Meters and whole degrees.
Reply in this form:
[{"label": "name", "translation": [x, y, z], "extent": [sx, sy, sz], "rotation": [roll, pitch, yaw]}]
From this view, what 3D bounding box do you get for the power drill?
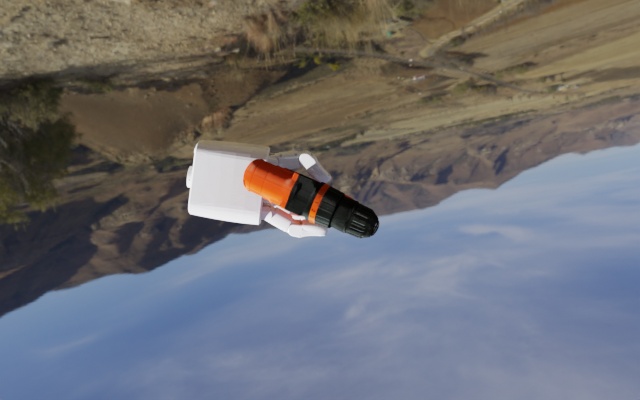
[{"label": "power drill", "translation": [0.000, 0.002, 0.669], "extent": [0.184, 0.057, 0.187], "rotation": [26, 0, 11]}]
